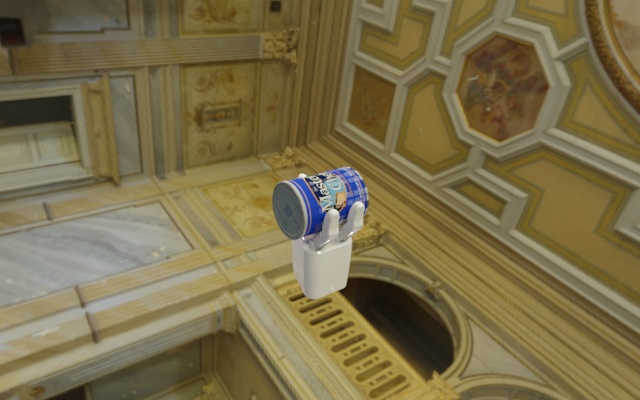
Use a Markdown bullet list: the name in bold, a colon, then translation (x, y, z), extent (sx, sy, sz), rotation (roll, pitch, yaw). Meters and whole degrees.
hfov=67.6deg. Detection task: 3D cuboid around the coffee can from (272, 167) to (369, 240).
- **coffee can**: translation (0.000, 0.003, 0.848), extent (0.140, 0.103, 0.103), rotation (-15, 8, -33)
